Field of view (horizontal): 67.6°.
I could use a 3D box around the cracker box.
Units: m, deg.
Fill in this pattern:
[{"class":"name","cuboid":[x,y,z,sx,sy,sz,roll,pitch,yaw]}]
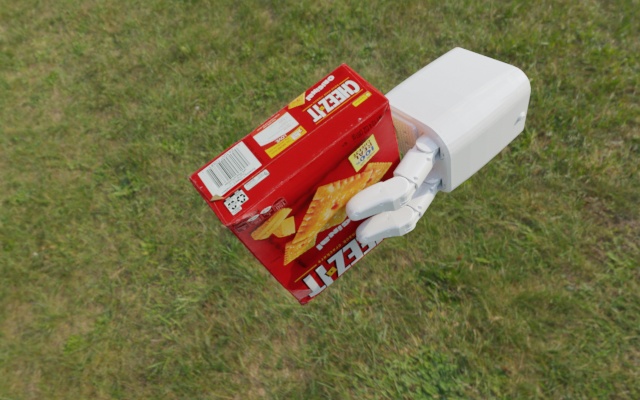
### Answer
[{"class":"cracker box","cuboid":[0.000,0.001,0.466,0.164,0.072,0.214,-38,-32,-7]}]
